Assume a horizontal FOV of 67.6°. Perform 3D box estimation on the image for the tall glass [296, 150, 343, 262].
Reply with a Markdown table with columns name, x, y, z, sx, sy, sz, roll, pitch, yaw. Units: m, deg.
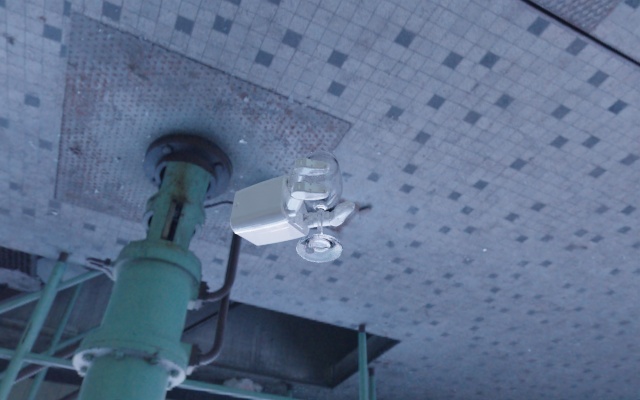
| name | x | y | z | sx | sy | sz | roll | pitch | yaw |
| --- | --- | --- | --- | --- | --- | --- | --- | --- | --- |
| tall glass | 0.000 | 0.003 | 0.824 | 0.079 | 0.200 | 0.079 | 1 | -41 | 1 |
